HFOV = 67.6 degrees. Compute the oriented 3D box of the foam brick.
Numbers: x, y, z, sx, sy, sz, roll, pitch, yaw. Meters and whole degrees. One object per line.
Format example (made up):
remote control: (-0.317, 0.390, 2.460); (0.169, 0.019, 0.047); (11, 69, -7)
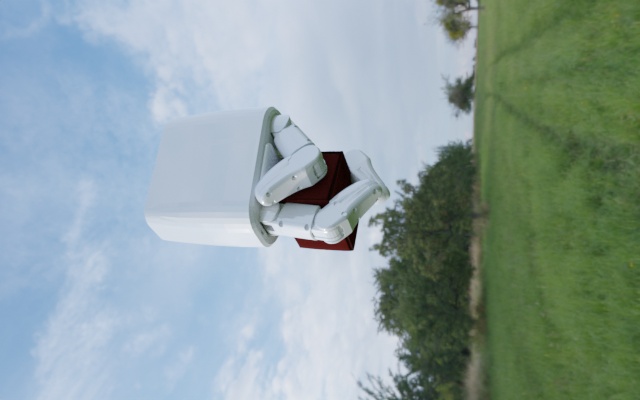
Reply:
foam brick: (0.000, 0.002, 0.413); (0.051, 0.053, 0.078); (-1, -38, 20)
